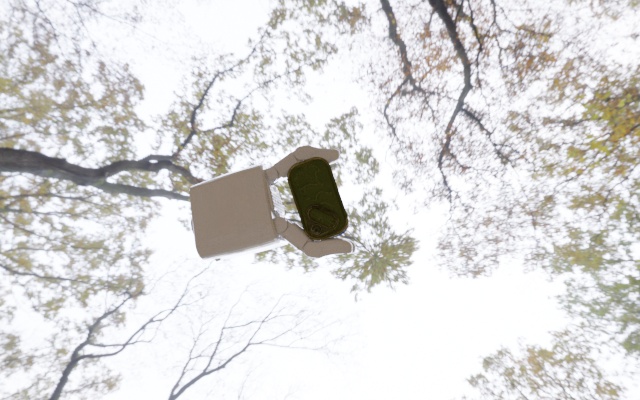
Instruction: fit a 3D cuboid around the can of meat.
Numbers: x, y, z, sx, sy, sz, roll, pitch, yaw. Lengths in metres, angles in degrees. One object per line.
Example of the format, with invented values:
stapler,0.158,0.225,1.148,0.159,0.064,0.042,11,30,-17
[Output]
can of meat,0.000,0.002,0.631,0.057,0.102,0.084,-19,-8,3
